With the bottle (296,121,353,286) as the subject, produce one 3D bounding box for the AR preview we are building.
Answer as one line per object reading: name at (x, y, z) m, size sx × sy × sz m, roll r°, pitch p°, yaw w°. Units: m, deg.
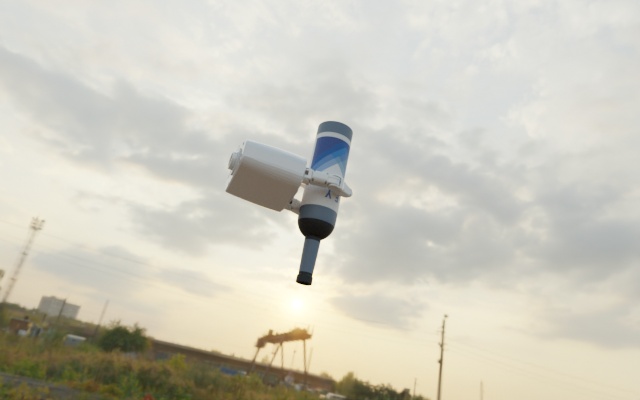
bottle at (0.000, 0.003, 0.837) m, size 0.069 × 0.295 × 0.069 m, roll 10°, pitch -22°, yaw 4°
